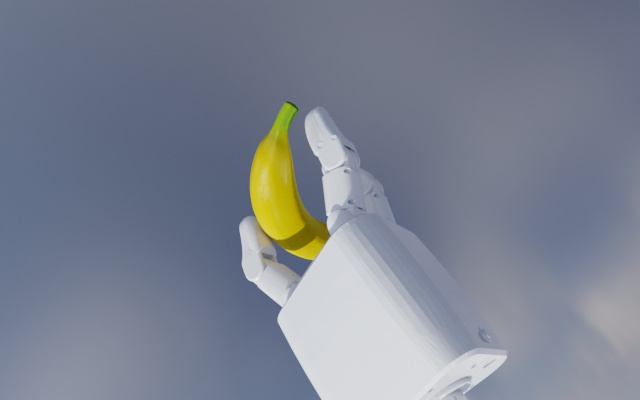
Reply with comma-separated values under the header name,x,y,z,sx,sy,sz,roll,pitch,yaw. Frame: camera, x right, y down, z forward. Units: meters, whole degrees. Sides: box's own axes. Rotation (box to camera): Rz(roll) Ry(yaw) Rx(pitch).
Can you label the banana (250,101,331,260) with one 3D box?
name,x,y,z,sx,sy,sz,roll,pitch,yaw
banana,-0.015,0.010,0.401,0.037,0.069,0.198,46,-12,35
